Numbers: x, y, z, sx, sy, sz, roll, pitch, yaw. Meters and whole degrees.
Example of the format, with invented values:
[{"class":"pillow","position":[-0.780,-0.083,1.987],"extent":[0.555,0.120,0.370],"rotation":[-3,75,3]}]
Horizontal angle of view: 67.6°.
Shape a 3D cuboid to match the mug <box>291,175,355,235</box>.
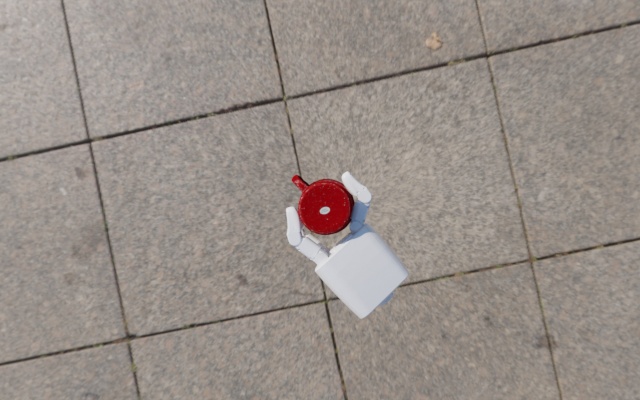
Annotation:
[{"class":"mug","position":[-0.001,0.001,0.748],"extent":[0.093,0.117,0.081],"rotation":[-44,-1,3]}]
